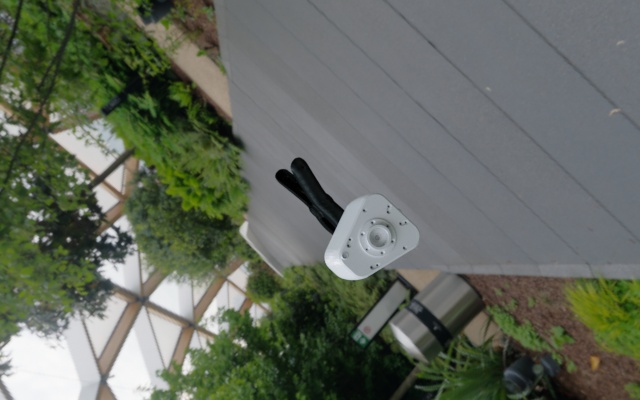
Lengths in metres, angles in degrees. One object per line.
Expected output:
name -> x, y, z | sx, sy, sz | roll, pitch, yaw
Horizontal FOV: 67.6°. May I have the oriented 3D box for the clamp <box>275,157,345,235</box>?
clamp -> 0.000, 0.003, 0.731 | 0.171, 0.039, 0.120 | 43, -11, 0
